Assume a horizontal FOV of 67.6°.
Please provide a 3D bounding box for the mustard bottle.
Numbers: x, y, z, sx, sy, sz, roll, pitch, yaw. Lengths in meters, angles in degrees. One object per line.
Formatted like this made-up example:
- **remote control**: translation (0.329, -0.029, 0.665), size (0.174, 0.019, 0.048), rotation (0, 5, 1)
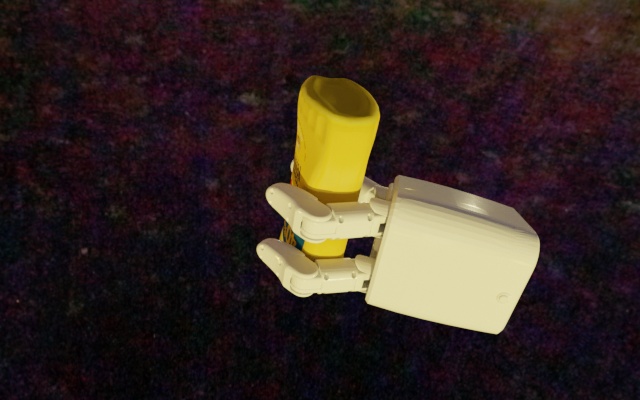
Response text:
- **mustard bottle**: translation (0.000, 0.001, 0.402), size (0.058, 0.192, 0.096), rotation (1, 33, -14)
